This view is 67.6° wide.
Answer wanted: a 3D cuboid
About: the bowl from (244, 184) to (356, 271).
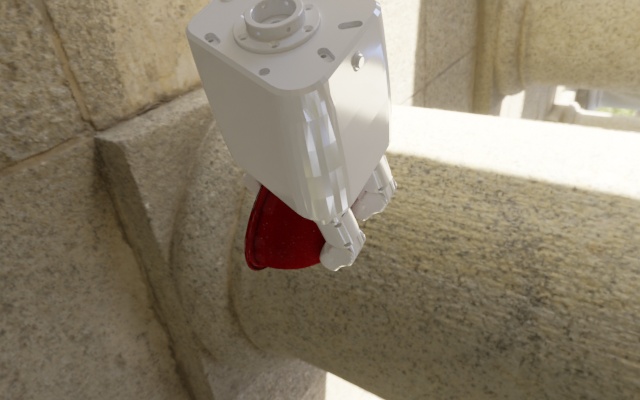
[{"bbox_3d":[0.001,0.002,0.425,0.055,0.162,0.162,26,7,14],"label":"bowl"}]
